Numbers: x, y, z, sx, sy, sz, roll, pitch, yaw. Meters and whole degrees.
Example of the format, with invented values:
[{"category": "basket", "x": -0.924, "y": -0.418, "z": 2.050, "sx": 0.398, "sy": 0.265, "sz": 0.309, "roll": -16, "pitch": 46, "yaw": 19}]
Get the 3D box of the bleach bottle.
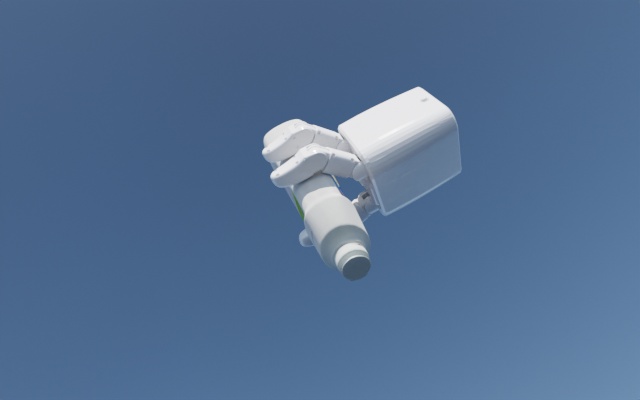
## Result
[{"category": "bleach bottle", "x": 0.000, "y": 0.002, "z": 0.533, "sx": 0.068, "sy": 0.103, "sz": 0.250, "roll": -28, "pitch": 37, "yaw": -1}]
